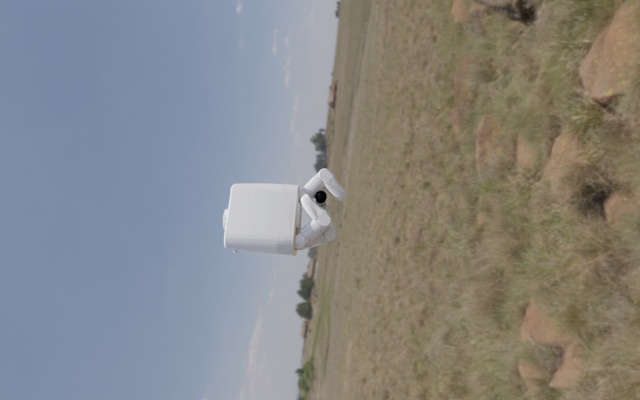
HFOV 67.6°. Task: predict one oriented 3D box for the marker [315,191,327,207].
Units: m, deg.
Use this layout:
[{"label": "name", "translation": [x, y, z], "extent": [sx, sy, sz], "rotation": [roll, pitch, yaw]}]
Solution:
[{"label": "marker", "translation": [0.000, 0.003, 0.791], "extent": [0.020, 0.020, 0.121], "rotation": [0, -9, 0]}]
